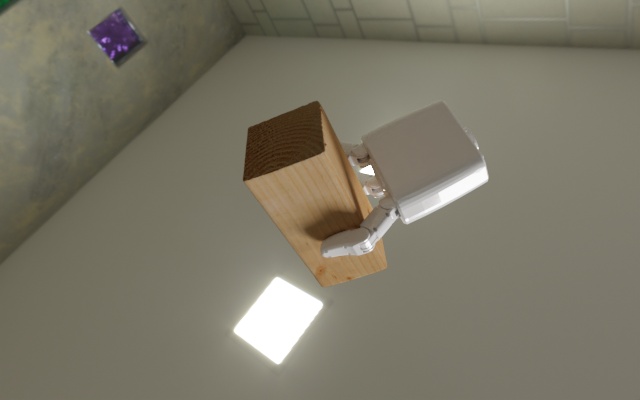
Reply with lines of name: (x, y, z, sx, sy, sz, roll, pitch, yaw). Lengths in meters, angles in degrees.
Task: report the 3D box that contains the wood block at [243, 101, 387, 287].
wood block: (0.001, 0.002, 0.558, 0.090, 0.090, 0.206, -19, -47, 14)
